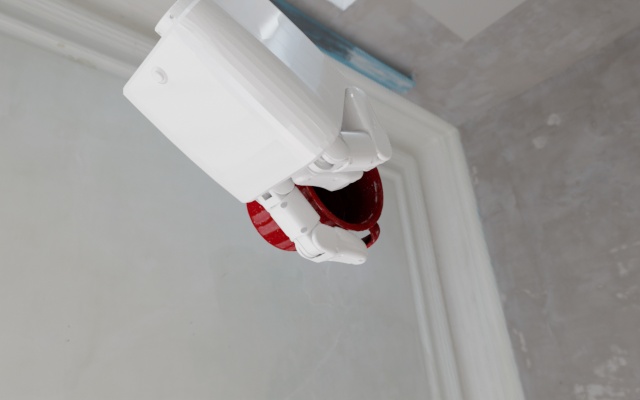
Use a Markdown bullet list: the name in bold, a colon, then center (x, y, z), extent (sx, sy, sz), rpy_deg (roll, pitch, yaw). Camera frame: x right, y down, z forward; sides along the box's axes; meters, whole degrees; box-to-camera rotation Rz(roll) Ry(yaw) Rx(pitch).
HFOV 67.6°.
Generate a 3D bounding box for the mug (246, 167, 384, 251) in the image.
- **mug**: center (0.001, 0.002, 0.403), extent (0.117, 0.093, 0.081), rpy_deg (44, -46, -21)
